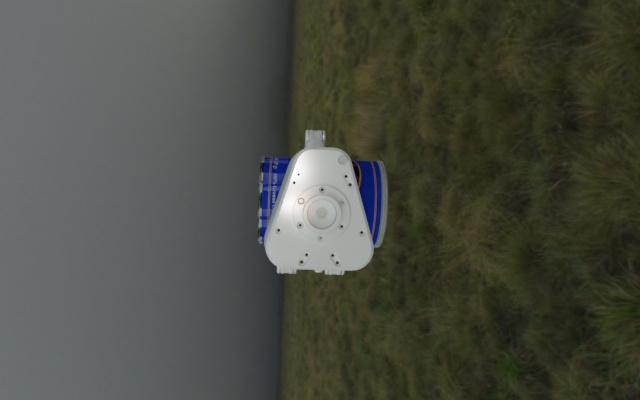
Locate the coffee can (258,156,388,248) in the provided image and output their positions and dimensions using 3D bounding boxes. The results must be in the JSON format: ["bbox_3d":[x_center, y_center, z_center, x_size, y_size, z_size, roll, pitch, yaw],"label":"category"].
[{"bbox_3d":[0.000,0.002,0.560,0.140,0.103,0.103,2,0,-4],"label":"coffee can"}]
